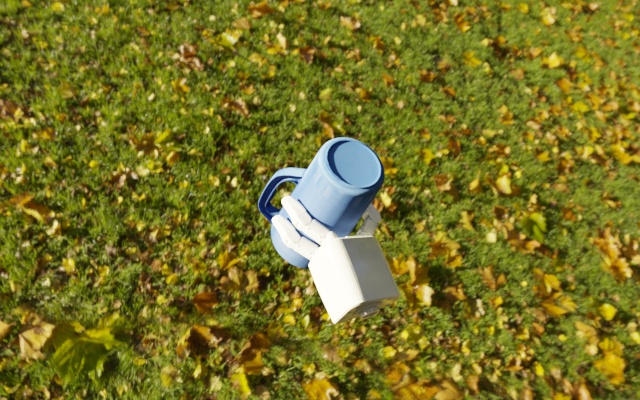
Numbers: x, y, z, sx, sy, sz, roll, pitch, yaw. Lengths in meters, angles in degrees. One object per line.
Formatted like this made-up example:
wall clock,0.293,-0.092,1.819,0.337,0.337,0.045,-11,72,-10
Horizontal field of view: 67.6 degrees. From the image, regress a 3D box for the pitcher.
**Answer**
pitcher,0.000,0.003,0.798,0.149,0.145,0.243,-9,-28,-27
